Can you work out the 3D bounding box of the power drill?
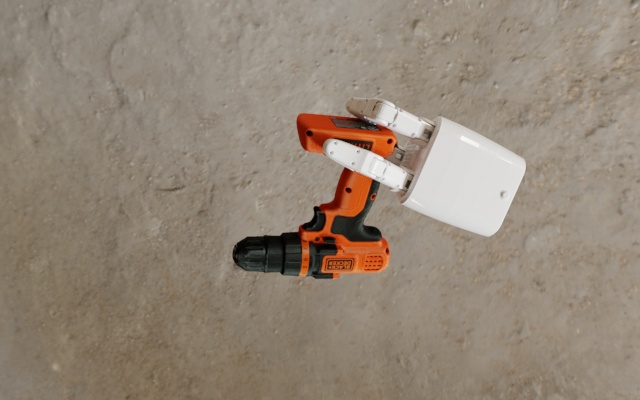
[{"bbox_3d":[0.000,0.001,0.527,0.184,0.188,0.057,1,28,-16],"label":"power drill"}]
